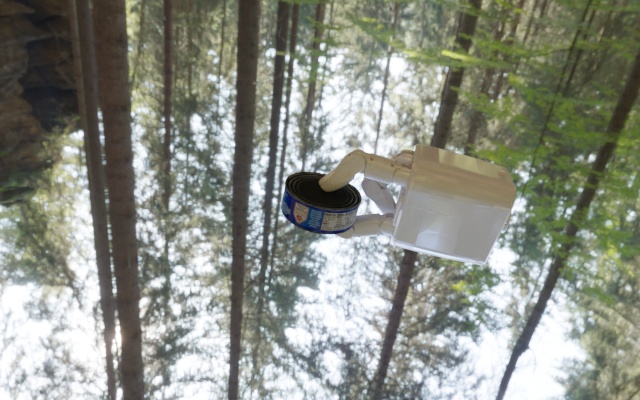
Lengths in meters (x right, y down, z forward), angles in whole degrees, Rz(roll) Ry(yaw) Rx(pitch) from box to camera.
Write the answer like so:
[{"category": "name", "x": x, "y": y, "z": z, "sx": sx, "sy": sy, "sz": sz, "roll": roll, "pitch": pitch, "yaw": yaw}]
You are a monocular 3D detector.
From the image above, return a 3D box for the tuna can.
[{"category": "tuna can", "x": 0.000, "y": 0.002, "z": 0.527, "sx": 0.086, "sy": 0.034, "sz": 0.086, "roll": 11, "pitch": 27, "yaw": -6}]
